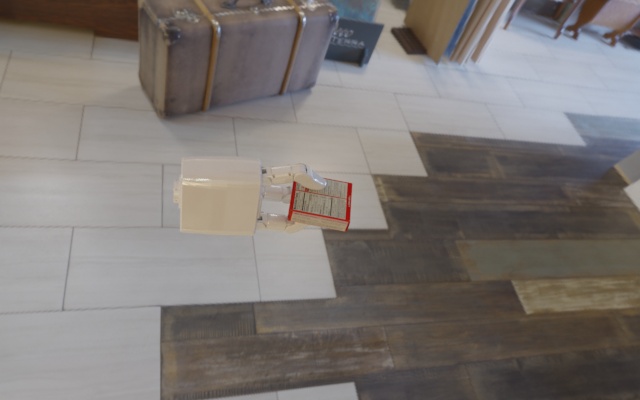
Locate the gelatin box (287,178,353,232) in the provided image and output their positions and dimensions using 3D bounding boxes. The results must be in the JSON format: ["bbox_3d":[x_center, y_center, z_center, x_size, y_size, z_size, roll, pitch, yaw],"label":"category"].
[{"bbox_3d":[0.001,0.002,0.698,0.089,0.073,0.030,10,-40,-5],"label":"gelatin box"}]
